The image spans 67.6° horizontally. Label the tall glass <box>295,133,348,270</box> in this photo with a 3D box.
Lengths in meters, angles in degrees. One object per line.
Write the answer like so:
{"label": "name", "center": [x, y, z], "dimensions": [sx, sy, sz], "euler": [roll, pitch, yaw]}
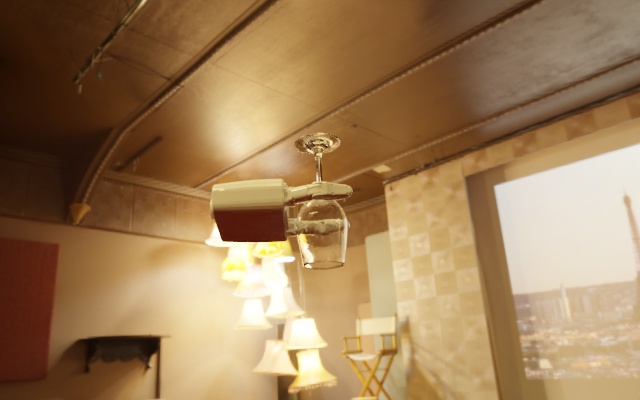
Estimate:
{"label": "tall glass", "center": [0.000, 0.002, 0.737], "dimensions": [0.079, 0.201, 0.079], "euler": [-3, -18, -1]}
